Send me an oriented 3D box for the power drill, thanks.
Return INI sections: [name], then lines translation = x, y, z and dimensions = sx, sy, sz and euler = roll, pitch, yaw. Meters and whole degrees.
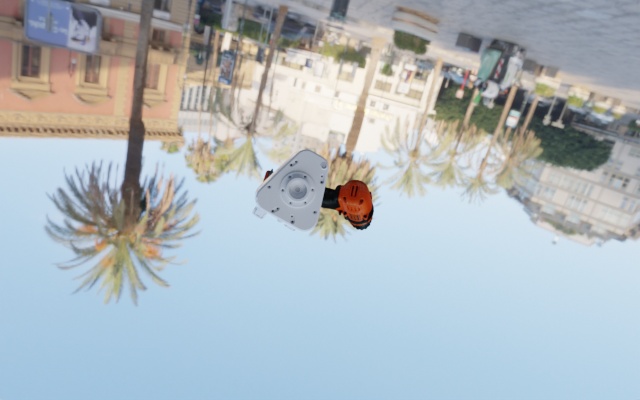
[power drill]
translation = 0.000, 0.003, 0.832
dimensions = 0.187, 0.057, 0.184
euler = 7, -18, 10
